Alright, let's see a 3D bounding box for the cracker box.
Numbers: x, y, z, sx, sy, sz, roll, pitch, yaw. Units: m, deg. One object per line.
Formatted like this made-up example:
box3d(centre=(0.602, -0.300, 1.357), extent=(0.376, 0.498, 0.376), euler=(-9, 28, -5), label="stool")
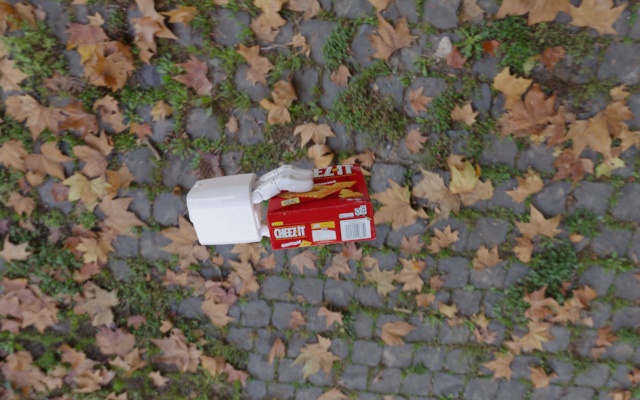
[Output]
box3d(centre=(0.000, 0.003, 0.820), extent=(0.164, 0.072, 0.213), euler=(-7, 21, 2), label="cracker box")
